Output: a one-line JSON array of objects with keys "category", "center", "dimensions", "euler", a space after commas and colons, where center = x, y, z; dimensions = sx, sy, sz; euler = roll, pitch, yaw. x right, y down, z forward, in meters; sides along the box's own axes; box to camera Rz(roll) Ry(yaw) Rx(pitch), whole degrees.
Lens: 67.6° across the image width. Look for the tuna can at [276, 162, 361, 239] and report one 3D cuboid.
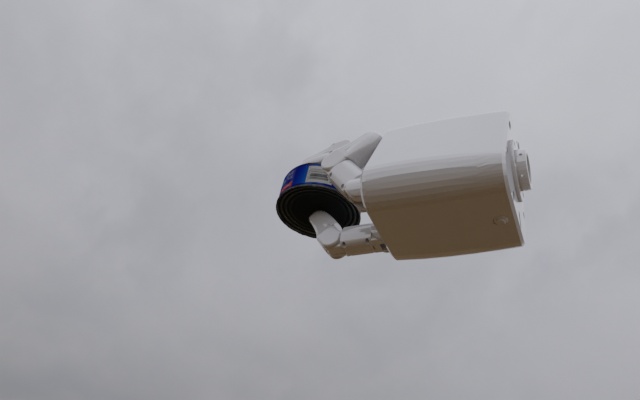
[{"category": "tuna can", "center": [0.000, 0.001, 0.485], "dimensions": [0.086, 0.033, 0.086], "euler": [8, -39, 6]}]
